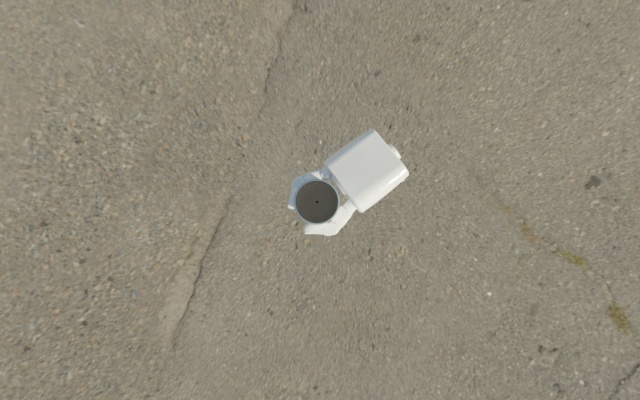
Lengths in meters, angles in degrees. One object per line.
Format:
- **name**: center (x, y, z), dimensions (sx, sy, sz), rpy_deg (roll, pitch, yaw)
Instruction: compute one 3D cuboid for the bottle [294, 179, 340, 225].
- **bottle**: center (0.000, 0.003, 0.832), dimensions (0.069, 0.069, 0.296), rpy_deg (0, 0, 2)
